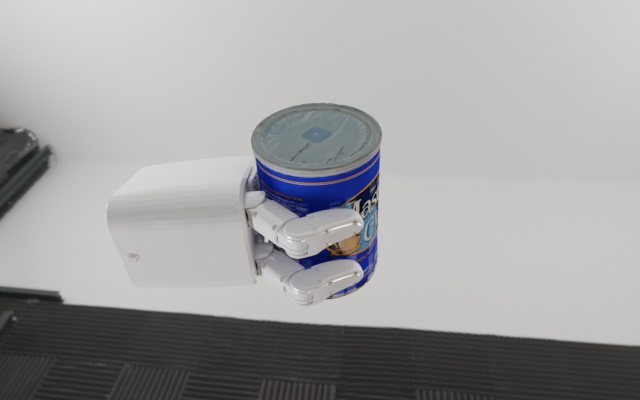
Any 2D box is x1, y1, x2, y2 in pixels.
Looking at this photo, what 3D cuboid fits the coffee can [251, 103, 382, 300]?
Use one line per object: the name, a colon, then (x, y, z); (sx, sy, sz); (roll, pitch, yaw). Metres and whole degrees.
coffee can: (0.000, 0.001, 0.416); (0.103, 0.140, 0.102); (-2, 38, 2)
